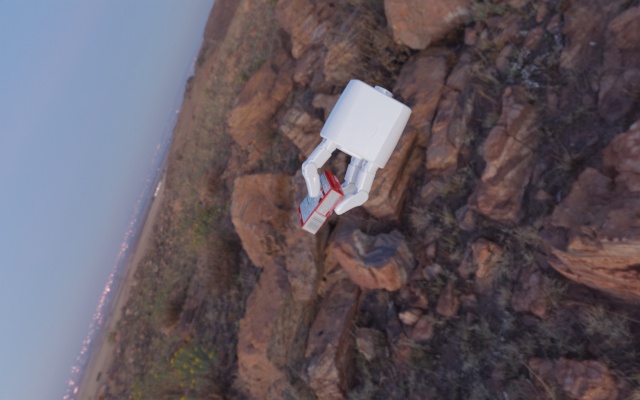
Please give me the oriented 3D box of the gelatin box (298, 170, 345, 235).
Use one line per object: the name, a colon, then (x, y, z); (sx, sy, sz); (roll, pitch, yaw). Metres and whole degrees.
gelatin box: (0.000, 0.003, 0.804); (0.030, 0.089, 0.073); (31, 17, -21)
